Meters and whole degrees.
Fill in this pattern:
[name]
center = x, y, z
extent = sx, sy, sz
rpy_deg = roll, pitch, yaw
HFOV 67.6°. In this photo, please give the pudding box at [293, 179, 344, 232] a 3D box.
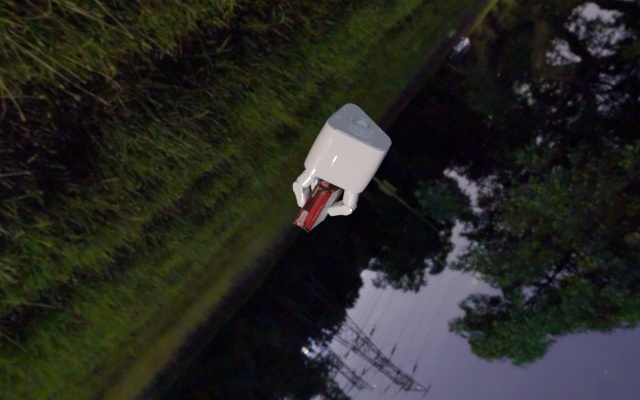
[pudding box]
center = 0.000, 0.003, 0.890
extent = 0.039, 0.090, 0.113
rpy_deg = 35, 17, 9
